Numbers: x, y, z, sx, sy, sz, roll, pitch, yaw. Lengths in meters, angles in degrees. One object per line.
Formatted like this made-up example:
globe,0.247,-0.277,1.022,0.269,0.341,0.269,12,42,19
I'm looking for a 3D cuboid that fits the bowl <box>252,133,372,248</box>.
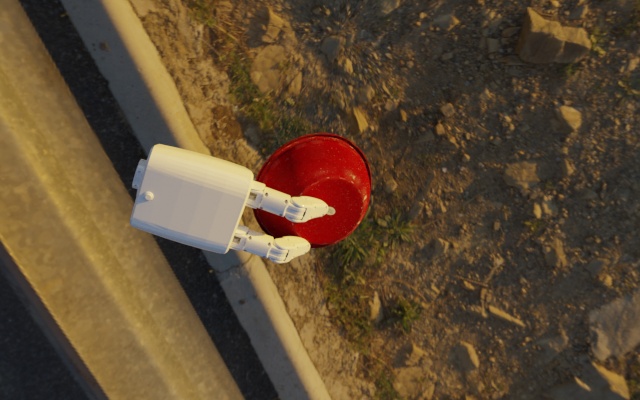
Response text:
bowl,0.001,0.002,0.589,0.162,0.162,0.055,0,27,-23
